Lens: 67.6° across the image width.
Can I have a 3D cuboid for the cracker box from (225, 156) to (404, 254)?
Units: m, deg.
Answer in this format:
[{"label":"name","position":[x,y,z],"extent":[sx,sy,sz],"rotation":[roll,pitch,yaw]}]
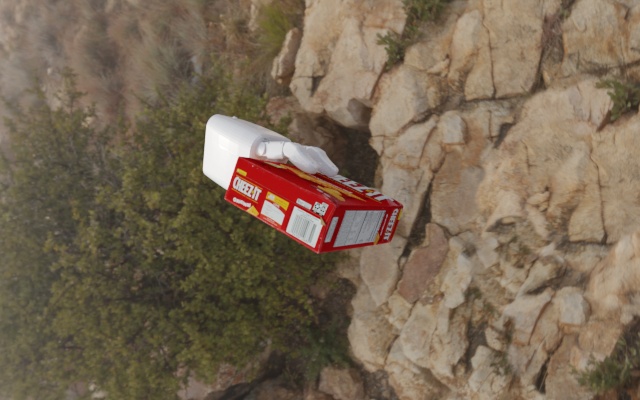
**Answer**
[{"label":"cracker box","position":[0.000,0.002,0.676],"extent":[0.164,0.072,0.214],"rotation":[27,13,29]}]
